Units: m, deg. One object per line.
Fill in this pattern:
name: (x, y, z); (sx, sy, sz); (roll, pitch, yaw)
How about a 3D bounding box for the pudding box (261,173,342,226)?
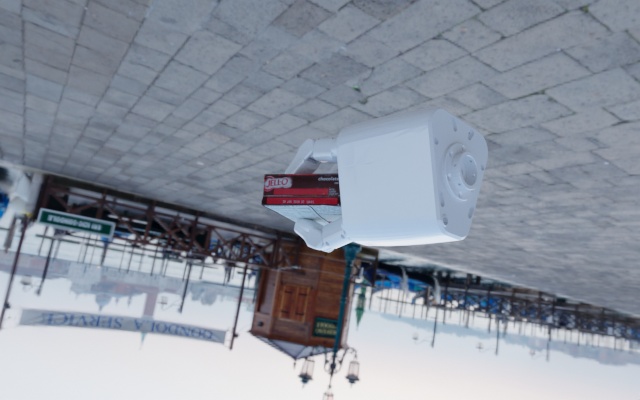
pudding box: (0.000, 0.002, 0.522); (0.090, 0.039, 0.113); (2, -15, 21)
